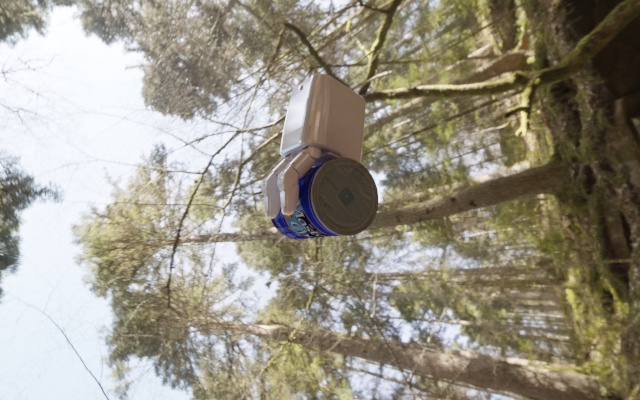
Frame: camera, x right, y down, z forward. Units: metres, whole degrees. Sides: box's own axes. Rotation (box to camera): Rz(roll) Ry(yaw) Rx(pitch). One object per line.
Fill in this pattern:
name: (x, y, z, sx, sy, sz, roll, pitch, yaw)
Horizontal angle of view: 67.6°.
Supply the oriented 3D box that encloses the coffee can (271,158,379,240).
coffee can: (0.000, 0.002, 0.679, 0.103, 0.103, 0.140, 0, -6, -30)
